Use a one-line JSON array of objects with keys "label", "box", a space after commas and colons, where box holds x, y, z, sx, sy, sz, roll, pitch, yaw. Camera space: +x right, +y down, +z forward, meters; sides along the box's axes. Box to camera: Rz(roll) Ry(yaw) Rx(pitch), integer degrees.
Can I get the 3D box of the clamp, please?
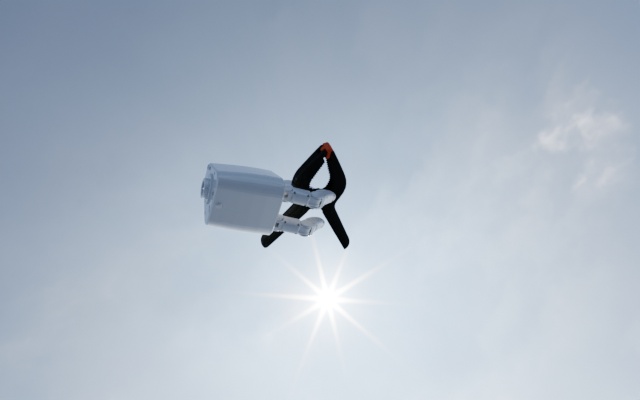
[{"label": "clamp", "box": [0.000, 0.002, 0.822, 0.164, 0.210, 0.036, 9, 28, -22]}]
